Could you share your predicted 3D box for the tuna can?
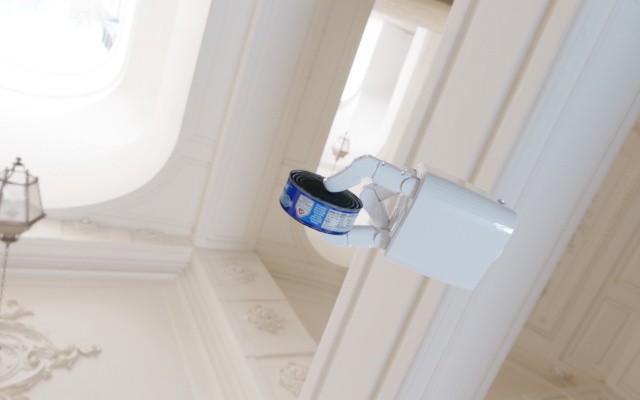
[{"bbox_3d":[0.000,0.002,0.511,0.086,0.034,0.086,23,18,-8],"label":"tuna can"}]
